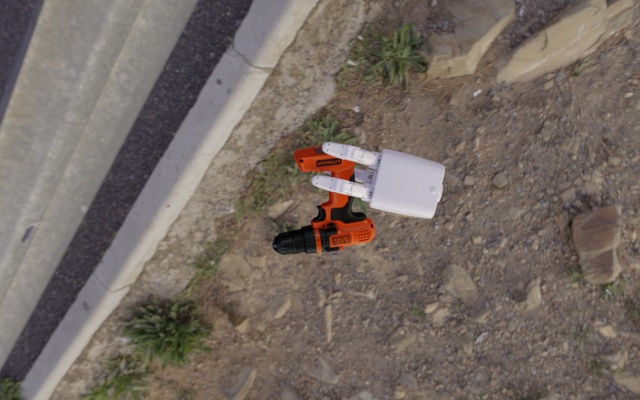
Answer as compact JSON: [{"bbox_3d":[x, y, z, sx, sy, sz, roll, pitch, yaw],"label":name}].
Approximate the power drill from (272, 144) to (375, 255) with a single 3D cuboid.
[{"bbox_3d":[0.000,0.002,0.824,0.184,0.188,0.057,-9,24,-10],"label":"power drill"}]
